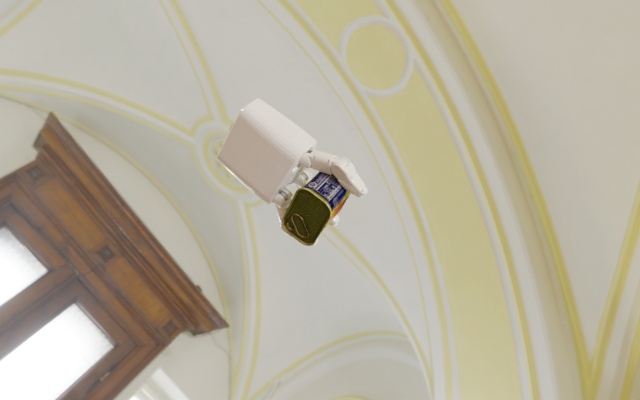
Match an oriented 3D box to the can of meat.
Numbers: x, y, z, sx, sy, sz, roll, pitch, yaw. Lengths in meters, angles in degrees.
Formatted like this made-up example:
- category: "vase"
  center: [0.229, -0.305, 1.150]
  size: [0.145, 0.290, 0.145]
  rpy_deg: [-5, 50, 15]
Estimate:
- category: "can of meat"
  center: [0.000, 0.002, 0.675]
  size: [0.084, 0.057, 0.102]
  rpy_deg: [-47, -9, -41]
